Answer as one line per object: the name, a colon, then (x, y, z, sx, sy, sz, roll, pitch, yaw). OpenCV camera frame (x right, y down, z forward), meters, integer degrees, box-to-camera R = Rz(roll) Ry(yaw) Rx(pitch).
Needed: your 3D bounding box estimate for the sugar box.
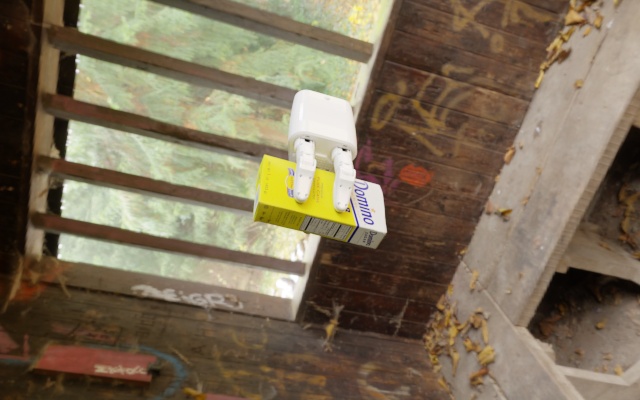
sugar box: (0.000, 0.002, 0.650, 0.176, 0.093, 0.048, 12, -44, -13)
